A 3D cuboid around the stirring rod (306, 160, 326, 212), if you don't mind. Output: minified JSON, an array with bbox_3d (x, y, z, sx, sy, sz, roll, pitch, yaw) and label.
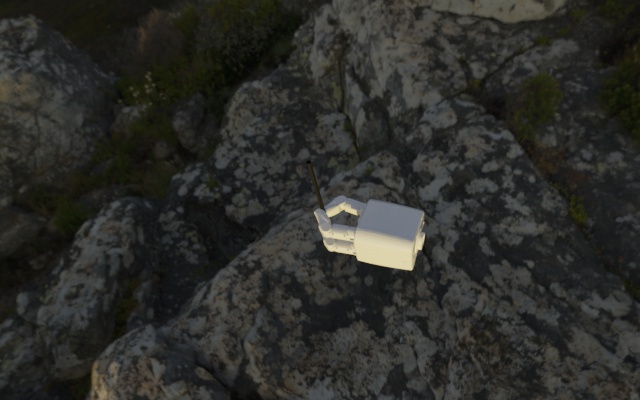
[{"bbox_3d":[0.000,0.003,0.880,0.011,0.011,0.240,0,-33,11],"label":"stirring rod"}]
